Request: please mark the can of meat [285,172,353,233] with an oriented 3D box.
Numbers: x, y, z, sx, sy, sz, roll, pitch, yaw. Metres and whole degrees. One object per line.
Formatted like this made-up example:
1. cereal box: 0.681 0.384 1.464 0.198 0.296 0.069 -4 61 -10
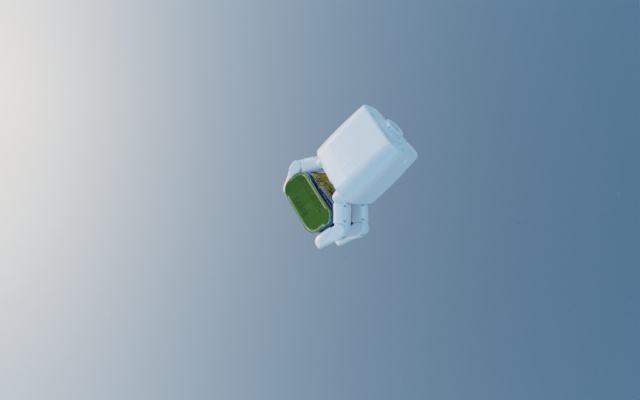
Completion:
1. can of meat: 0.000 0.002 0.754 0.057 0.102 0.084 -41 -20 25
